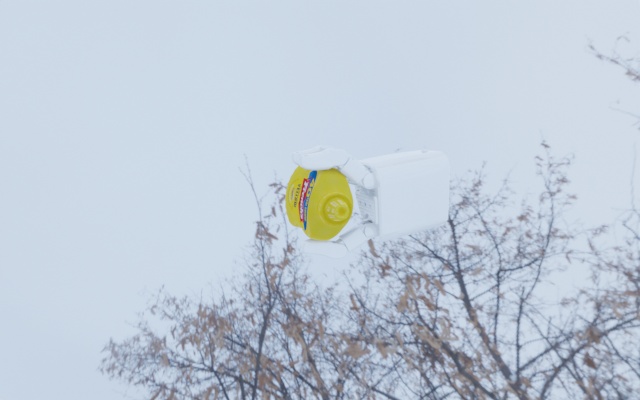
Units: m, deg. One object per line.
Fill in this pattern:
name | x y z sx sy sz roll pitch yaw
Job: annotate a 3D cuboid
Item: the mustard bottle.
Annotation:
mustard bottle | 0.000 0.002 0.631 0.058 0.096 0.191 12 4 -17
